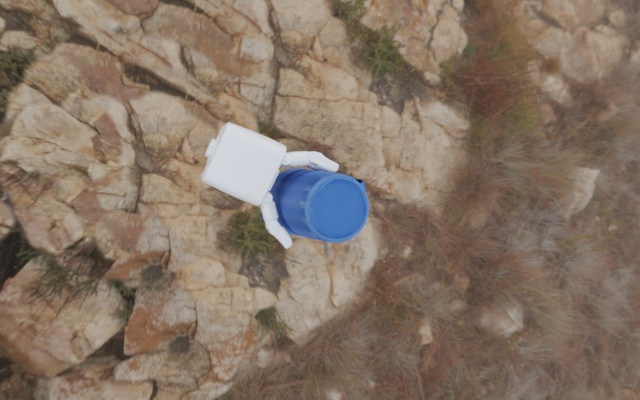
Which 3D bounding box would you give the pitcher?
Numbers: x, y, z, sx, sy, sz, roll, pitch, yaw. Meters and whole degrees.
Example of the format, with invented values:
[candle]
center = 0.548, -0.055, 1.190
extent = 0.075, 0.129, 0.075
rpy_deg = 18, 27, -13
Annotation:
[pitcher]
center = 0.000, 0.003, 0.844
extent = 0.145, 0.149, 0.243
rpy_deg = 26, -6, -18
